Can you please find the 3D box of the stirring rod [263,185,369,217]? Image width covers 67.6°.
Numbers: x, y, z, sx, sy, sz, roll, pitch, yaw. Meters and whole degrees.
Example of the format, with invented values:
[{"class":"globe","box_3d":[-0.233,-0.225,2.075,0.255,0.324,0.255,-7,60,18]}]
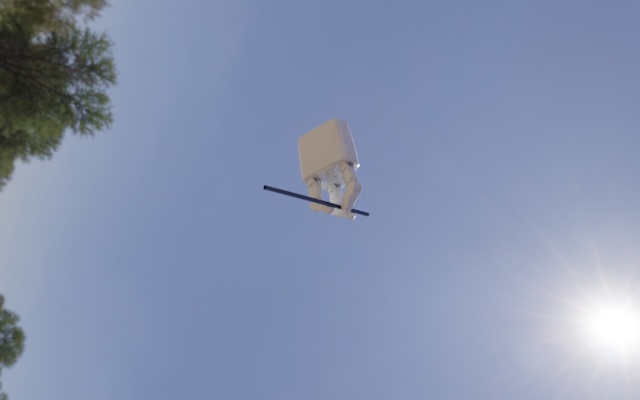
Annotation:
[{"class":"stirring rod","box_3d":[0.000,0.003,0.870,0.239,0.011,0.011,15,-9,-36]}]
